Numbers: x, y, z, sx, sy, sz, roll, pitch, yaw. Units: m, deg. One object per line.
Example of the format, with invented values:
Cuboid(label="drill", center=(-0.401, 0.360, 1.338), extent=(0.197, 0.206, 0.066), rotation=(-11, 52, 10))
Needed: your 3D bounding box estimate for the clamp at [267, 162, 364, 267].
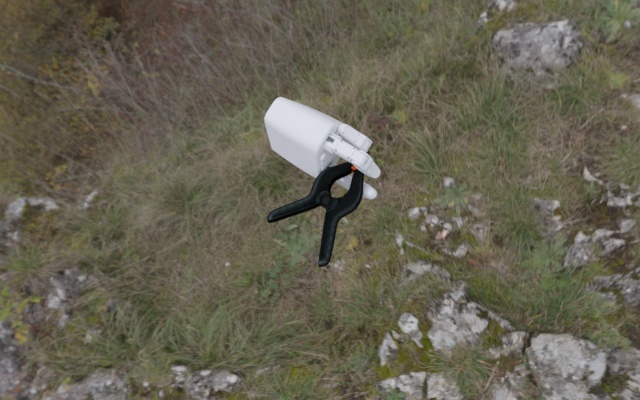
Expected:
Cuboid(label="clamp", center=(0.000, 0.002, 0.737), extent=(0.120, 0.171, 0.039), rotation=(31, -6, 7))
